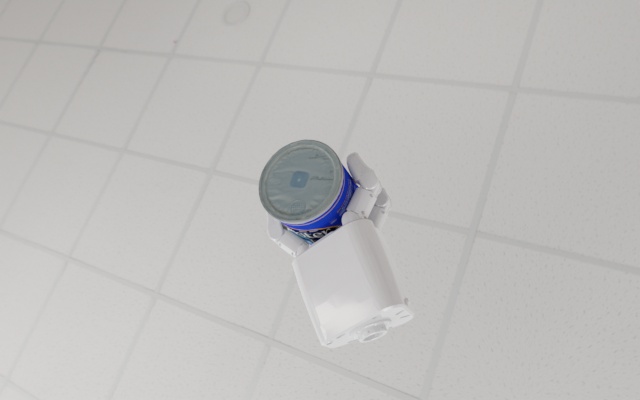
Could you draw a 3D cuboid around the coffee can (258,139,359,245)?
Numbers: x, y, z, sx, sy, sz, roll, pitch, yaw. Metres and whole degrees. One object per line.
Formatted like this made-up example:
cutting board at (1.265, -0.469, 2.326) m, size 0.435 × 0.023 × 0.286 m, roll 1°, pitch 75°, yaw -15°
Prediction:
coffee can at (0.000, 0.002, 0.596) m, size 0.103 × 0.102 × 0.140 m, roll 0°, pitch -22°, yaw 22°
